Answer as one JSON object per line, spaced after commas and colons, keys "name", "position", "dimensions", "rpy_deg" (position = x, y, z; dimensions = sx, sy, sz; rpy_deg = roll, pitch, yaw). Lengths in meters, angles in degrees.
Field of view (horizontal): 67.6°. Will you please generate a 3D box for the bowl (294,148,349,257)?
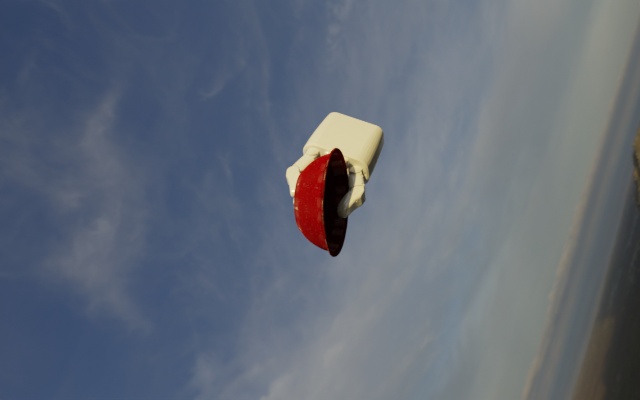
{"name": "bowl", "position": [-0.001, 0.003, 0.712], "dimensions": [0.055, 0.162, 0.162], "rpy_deg": [1, 0, 15]}
